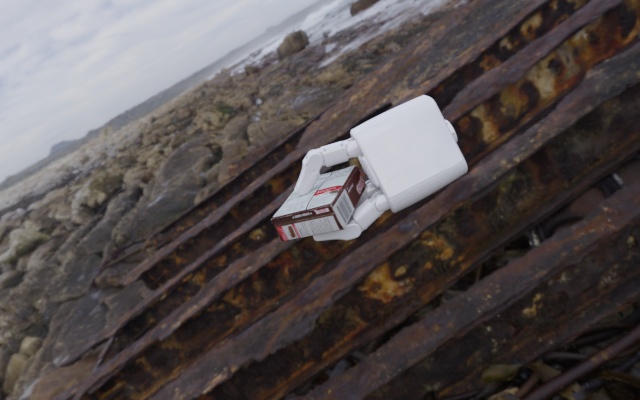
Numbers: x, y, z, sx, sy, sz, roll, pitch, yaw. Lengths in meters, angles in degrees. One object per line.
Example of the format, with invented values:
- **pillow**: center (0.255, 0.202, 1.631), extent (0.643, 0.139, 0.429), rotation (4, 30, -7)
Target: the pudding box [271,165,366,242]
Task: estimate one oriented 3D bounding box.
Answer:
- **pudding box**: center (0.000, 0.002, 0.611), extent (0.090, 0.039, 0.113), rotation (-14, 22, 28)
